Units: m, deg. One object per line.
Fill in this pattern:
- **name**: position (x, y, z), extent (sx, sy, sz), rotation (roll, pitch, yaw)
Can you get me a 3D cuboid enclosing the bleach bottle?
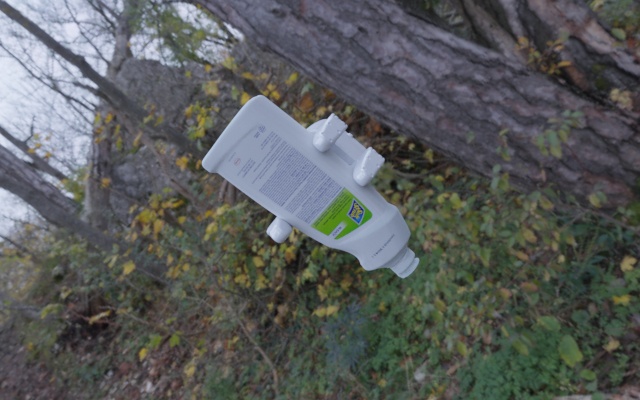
- **bleach bottle**: position (0.000, 0.002, 0.526), extent (0.251, 0.102, 0.068), rotation (40, 20, -6)
